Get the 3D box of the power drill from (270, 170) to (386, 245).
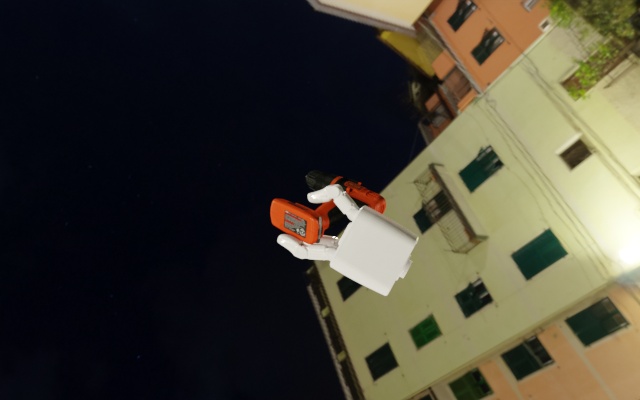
[{"bbox_3d":[0.000,0.003,0.874,0.184,0.057,0.187,24,34,35],"label":"power drill"}]
